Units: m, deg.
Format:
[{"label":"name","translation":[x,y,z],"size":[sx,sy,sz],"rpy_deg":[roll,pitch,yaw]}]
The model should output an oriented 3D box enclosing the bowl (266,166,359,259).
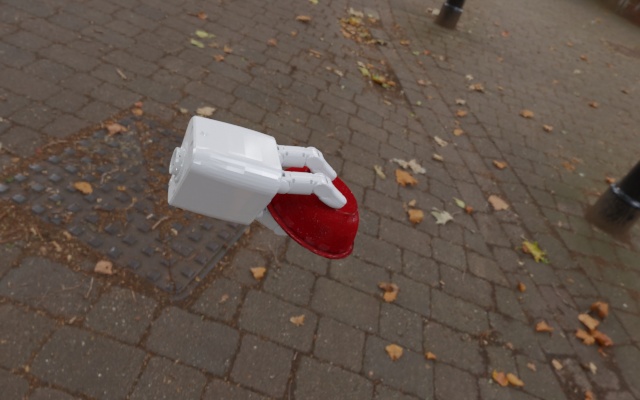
[{"label":"bowl","translation":[0.001,0.002,0.665],"size":[0.055,0.162,0.162],"rpy_deg":[-47,-25,26]}]
